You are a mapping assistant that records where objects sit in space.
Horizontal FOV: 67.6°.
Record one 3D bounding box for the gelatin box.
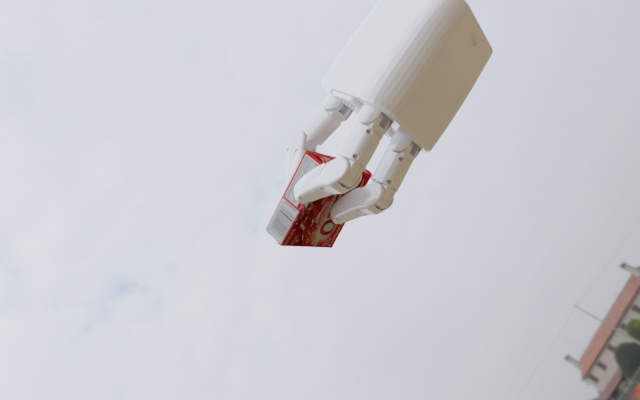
[{"bbox_3d":[0.000,0.002,0.449,0.073,0.089,0.030,8,26,-49],"label":"gelatin box"}]
